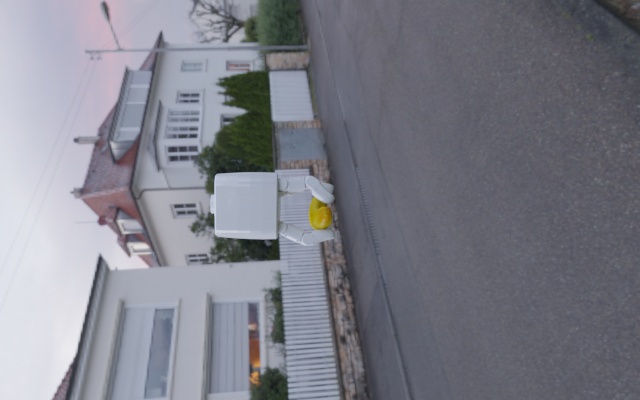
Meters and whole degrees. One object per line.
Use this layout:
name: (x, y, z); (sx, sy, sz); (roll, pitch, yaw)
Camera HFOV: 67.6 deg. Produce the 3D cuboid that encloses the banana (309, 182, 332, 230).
banana: (-0.002, 0.020, 0.885); (0.037, 0.070, 0.197); (4, 16, -4)
